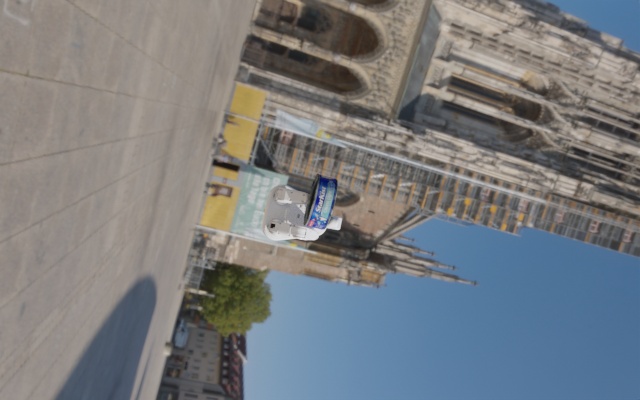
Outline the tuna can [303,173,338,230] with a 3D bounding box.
[{"bbox_3d":[0.001,0.003,0.759,0.034,0.086,0.086,15,-2,-7],"label":"tuna can"}]
